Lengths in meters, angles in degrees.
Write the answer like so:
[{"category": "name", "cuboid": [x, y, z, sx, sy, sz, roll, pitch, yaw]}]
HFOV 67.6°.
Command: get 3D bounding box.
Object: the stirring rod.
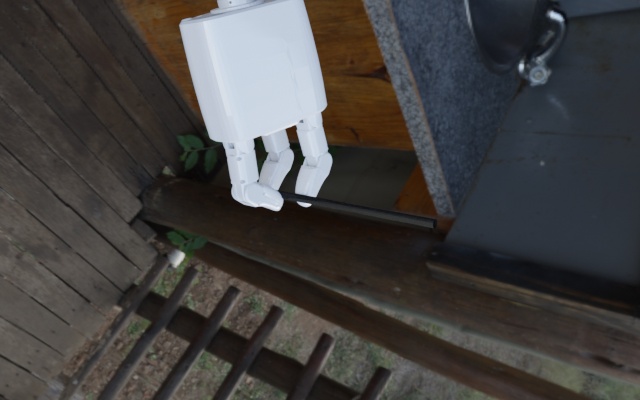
[{"category": "stirring rod", "cuboid": [0.000, 0.001, 0.462, 0.239, 0.011, 0.011, 11, 6, 38]}]
